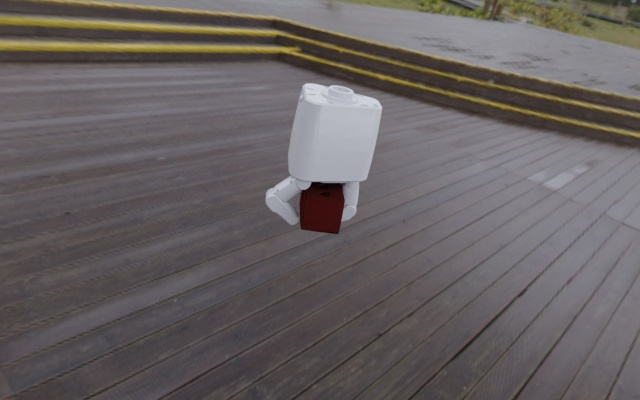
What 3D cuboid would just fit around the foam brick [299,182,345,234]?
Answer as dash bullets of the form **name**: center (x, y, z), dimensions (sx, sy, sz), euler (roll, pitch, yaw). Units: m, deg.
- **foam brick**: center (0.000, 0.002, 0.656), dimensions (0.053, 0.051, 0.078), euler (6, 28, -9)
